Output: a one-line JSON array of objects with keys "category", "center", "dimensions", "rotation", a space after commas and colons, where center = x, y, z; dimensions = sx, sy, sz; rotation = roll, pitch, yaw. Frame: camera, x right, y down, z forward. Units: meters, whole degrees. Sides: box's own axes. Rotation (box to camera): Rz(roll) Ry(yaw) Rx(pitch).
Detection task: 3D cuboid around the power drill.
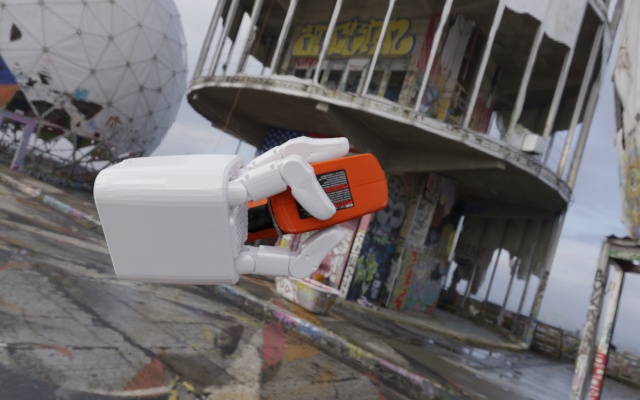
[{"category": "power drill", "center": [0.000, 0.002, 0.500], "dimensions": [0.184, 0.057, 0.188], "rotation": [-16, -4, -17]}]
